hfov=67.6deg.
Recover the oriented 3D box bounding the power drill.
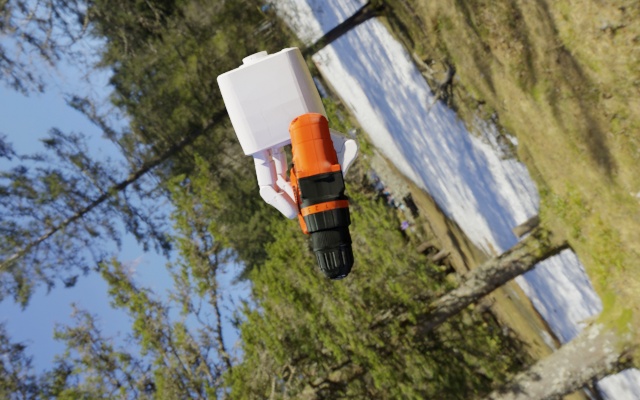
[{"bbox_3d":[0.000,0.002,0.591,0.057,0.184,0.187,-9,-5,-5],"label":"power drill"}]
